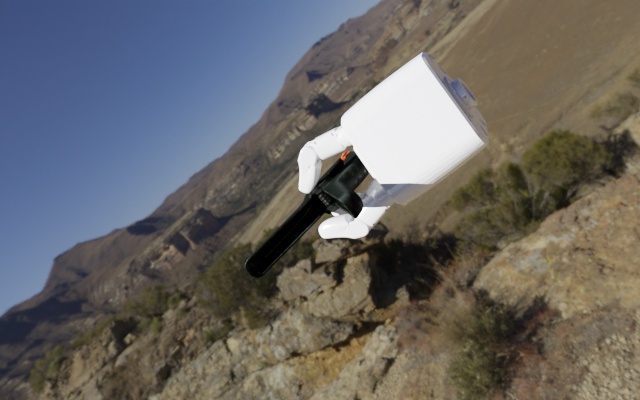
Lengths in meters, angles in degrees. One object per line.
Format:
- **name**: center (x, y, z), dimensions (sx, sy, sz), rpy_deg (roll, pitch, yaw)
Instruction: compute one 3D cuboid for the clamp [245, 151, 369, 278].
- **clamp**: center (0.000, 0.001, 0.552), dimensions (0.164, 0.036, 0.210), rpy_deg (-35, 12, 28)
